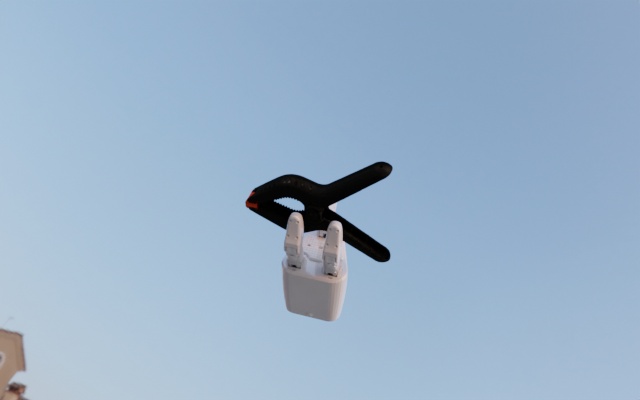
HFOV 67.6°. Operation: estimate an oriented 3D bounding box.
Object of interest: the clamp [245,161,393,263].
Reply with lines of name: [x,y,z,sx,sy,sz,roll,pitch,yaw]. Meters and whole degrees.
clamp: [0.000,0.002,0.640,0.210,0.165,0.036,12,41,11]
